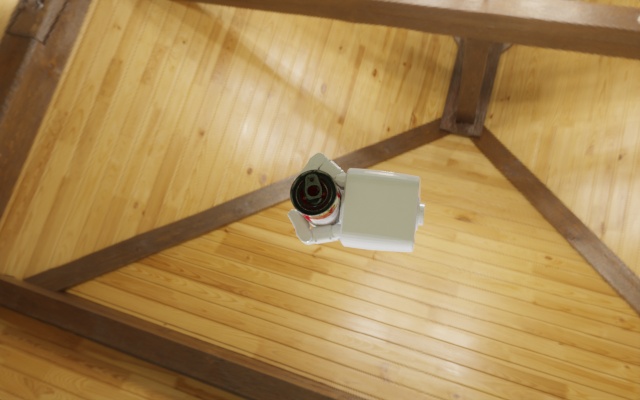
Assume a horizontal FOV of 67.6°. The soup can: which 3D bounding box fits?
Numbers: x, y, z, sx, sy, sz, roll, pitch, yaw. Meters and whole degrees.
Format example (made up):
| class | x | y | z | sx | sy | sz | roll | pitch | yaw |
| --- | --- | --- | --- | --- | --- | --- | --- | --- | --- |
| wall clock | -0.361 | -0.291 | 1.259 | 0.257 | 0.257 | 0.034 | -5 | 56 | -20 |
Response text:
| class | x | y | z | sx | sy | sz | roll | pitch | yaw |
| --- | --- | --- | --- | --- | --- | --- | --- | --- | --- |
| soup can | 0.000 | 0.002 | 0.712 | 0.068 | 0.068 | 0.102 | 0 | -16 | 12 |
